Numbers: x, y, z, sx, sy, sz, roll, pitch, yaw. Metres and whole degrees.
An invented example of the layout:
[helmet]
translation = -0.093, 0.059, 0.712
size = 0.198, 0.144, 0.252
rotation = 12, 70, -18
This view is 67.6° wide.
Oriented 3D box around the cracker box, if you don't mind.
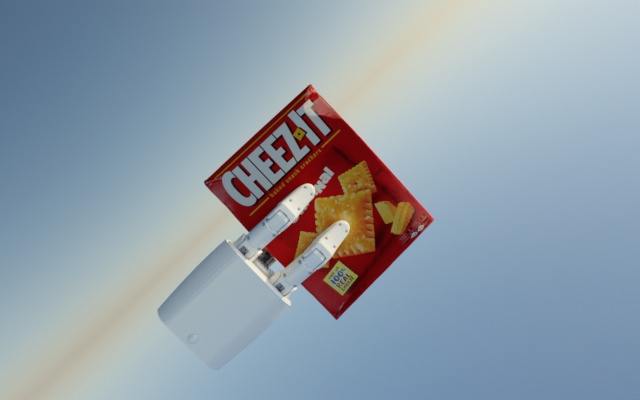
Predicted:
[cracker box]
translation = 0.000, 0.002, 0.553
size = 0.164, 0.214, 0.072
rotation = -44, 7, -5
